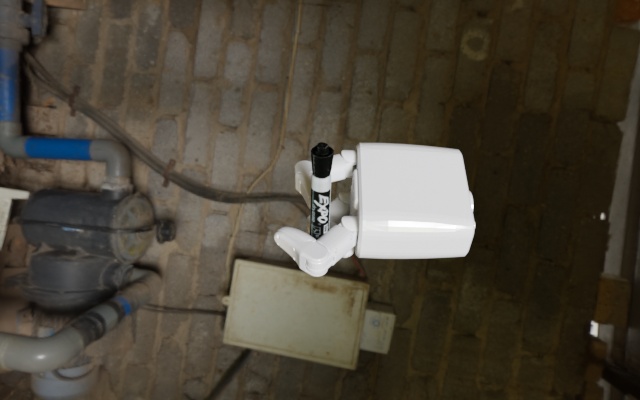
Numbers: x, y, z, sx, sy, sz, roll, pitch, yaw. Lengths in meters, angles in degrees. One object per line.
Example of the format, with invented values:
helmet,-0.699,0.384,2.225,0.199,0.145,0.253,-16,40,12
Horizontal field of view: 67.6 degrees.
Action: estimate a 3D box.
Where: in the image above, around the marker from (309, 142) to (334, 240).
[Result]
marker,0.000,0.001,0.418,0.020,0.121,0.020,1,41,-1
